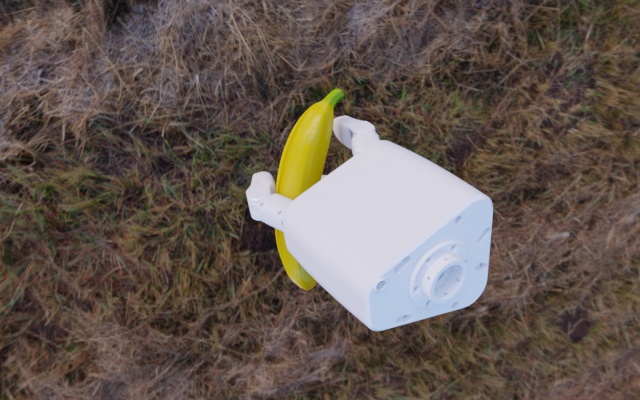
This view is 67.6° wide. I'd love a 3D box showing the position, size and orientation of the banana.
[{"bbox_3d":[-0.012,0.000,0.429,0.037,0.198,0.069,25,22,39],"label":"banana"}]
